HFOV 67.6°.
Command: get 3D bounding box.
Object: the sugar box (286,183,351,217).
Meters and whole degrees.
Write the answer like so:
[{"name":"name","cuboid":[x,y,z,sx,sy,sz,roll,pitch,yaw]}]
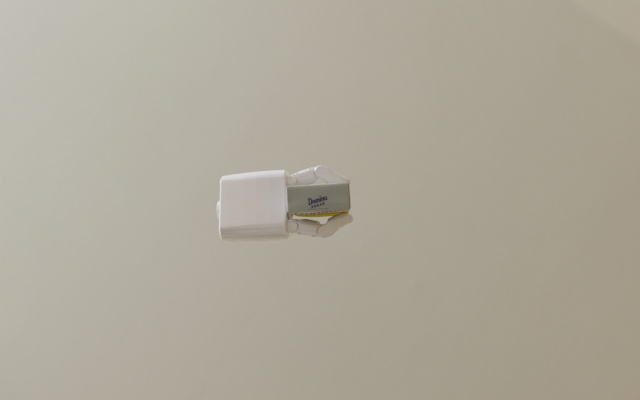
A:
[{"name":"sugar box","cuboid":[0.000,0.003,0.764,0.093,0.048,0.176,-3,-2,3]}]
